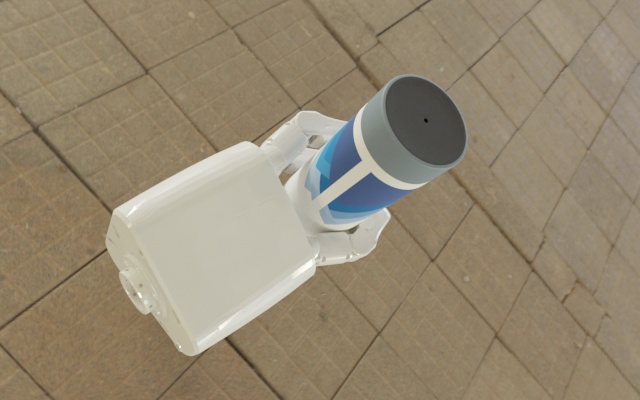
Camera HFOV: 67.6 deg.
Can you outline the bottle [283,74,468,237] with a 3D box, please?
[{"bbox_3d":[0.000,0.001,0.416,0.069,0.069,0.296,0,-20,-28],"label":"bottle"}]
